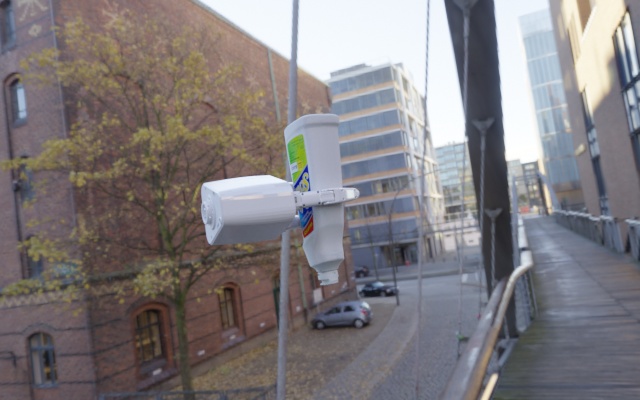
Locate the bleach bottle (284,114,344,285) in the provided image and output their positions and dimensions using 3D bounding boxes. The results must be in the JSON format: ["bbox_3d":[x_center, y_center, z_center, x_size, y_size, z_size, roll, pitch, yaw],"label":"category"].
[{"bbox_3d":[0.000,0.002,0.732,0.068,0.251,0.102,-6,-4,-27],"label":"bleach bottle"}]
